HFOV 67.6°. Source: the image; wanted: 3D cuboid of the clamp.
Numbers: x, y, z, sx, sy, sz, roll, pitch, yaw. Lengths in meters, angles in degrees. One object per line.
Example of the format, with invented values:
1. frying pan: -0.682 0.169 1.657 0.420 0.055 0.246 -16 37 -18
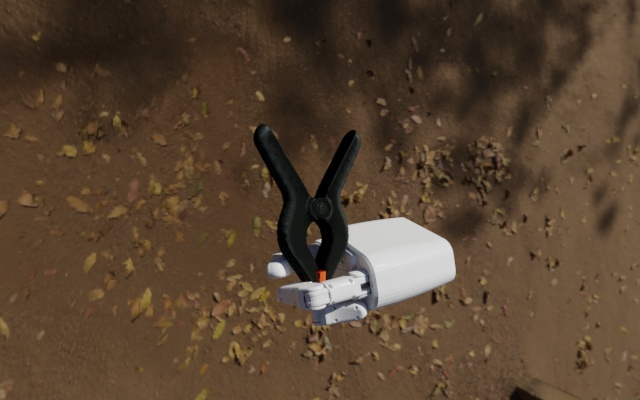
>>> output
1. clamp: 0.000 0.002 0.490 0.120 0.171 0.039 -11 5 -25
